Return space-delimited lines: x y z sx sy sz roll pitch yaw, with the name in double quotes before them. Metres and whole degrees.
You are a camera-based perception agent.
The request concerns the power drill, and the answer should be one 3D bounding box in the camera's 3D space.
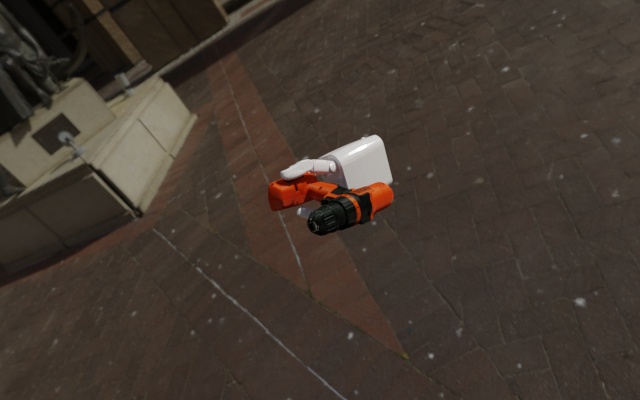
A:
"power drill" 0.000 0.002 0.796 0.187 0.057 0.184 14 24 41
